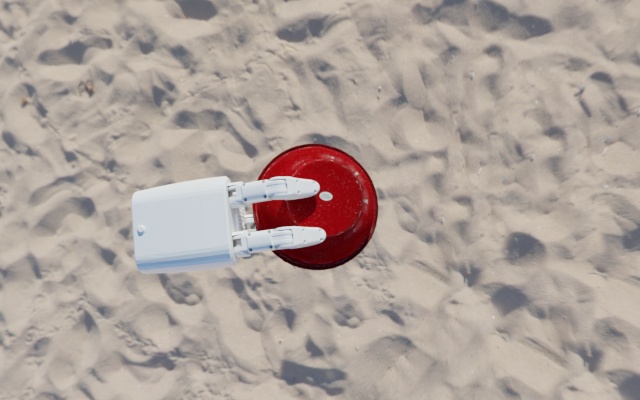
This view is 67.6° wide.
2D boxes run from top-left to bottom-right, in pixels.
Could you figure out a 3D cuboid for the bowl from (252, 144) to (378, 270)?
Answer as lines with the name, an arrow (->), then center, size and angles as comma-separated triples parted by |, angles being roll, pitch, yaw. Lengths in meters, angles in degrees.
bowl -> 0.001, 0.001, 0.575 | 0.162, 0.162, 0.055 | 0, -10, -11
